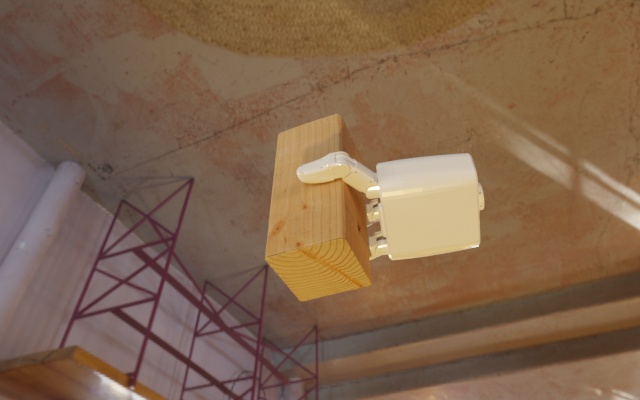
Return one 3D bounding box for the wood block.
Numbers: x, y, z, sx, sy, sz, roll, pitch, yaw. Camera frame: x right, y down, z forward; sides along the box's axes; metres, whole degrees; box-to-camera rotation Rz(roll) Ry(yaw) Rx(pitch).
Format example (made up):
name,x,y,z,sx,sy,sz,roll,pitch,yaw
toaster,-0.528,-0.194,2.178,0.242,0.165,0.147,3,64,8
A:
name,x,y,z,sx,sy,sz,roll,pitch,yaw
wood block,0.000,0.002,0.575,0.090,0.206,0.091,-16,-47,16
